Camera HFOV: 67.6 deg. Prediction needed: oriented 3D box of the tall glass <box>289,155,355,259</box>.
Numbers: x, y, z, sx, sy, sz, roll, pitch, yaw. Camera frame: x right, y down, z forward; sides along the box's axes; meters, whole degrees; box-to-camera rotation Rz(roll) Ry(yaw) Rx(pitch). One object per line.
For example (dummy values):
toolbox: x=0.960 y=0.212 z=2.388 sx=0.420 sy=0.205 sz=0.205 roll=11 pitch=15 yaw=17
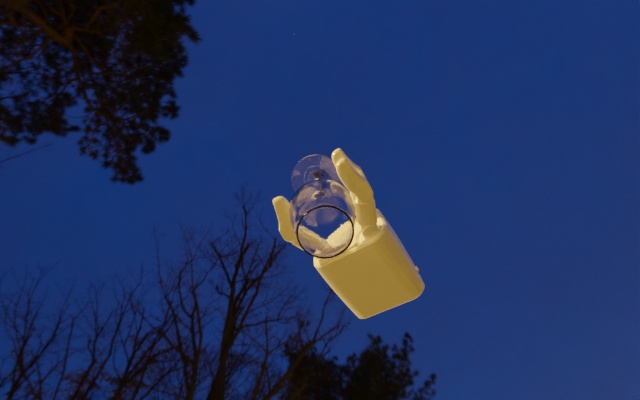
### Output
tall glass: x=0.000 y=0.002 z=0.600 sx=0.079 sy=0.079 sz=0.201 roll=0 pitch=19 yaw=-3
